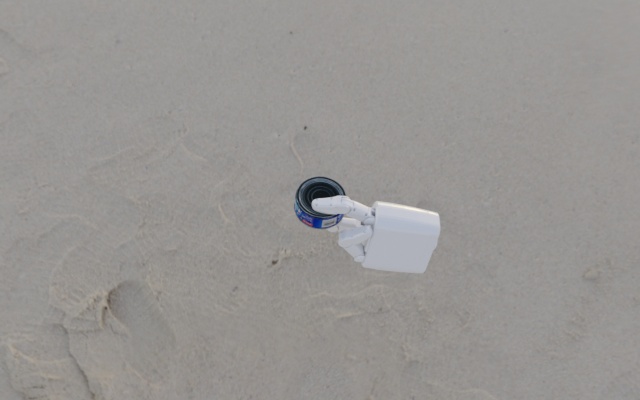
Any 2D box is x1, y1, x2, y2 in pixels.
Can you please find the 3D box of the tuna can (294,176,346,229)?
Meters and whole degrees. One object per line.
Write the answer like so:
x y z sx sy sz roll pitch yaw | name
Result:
0.000 0.002 0.784 0.086 0.086 0.034 0 -35 -6 | tuna can
